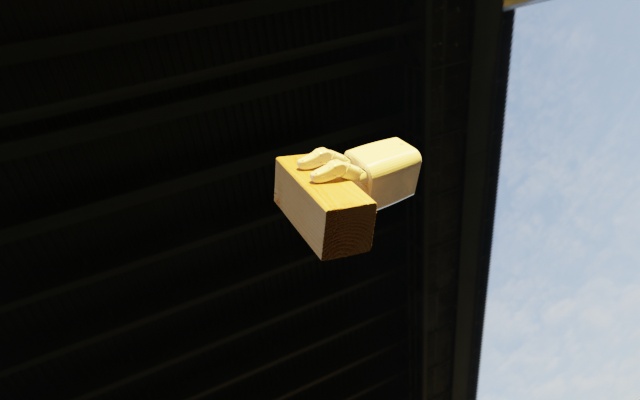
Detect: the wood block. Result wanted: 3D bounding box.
[{"bbox_3d":[0.000,0.003,0.802,0.090,0.091,0.206,-9,30,-24],"label":"wood block"}]
